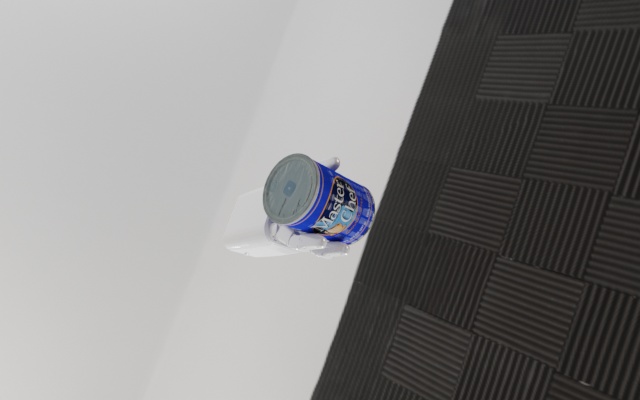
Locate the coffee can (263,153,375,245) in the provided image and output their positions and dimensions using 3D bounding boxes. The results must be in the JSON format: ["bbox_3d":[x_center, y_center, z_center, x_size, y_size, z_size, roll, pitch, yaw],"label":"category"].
[{"bbox_3d":[0.000,0.002,0.705,0.103,0.102,0.140,0,-16,41],"label":"coffee can"}]
